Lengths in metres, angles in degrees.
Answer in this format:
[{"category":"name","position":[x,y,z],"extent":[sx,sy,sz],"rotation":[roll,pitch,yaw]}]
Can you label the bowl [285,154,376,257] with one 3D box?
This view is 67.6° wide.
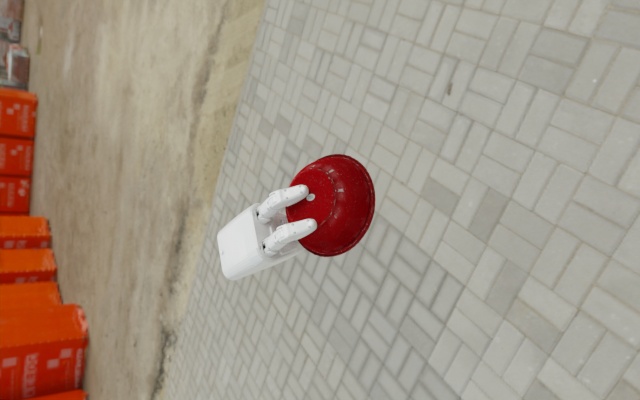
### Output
[{"category":"bowl","position":[0.001,0.001,0.718],"extent":[0.162,0.162,0.055],"rotation":[0,-10,36]}]
